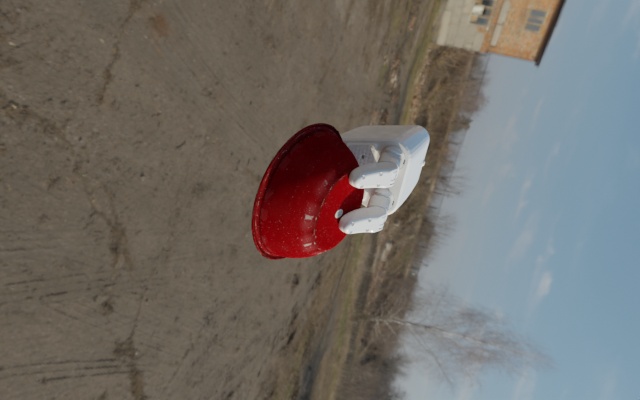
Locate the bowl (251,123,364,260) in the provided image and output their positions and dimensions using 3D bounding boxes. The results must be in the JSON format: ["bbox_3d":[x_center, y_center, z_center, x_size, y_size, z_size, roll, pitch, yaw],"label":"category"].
[{"bbox_3d":[0.000,0.003,0.515,0.055,0.162,0.162,26,13,28],"label":"bowl"}]
